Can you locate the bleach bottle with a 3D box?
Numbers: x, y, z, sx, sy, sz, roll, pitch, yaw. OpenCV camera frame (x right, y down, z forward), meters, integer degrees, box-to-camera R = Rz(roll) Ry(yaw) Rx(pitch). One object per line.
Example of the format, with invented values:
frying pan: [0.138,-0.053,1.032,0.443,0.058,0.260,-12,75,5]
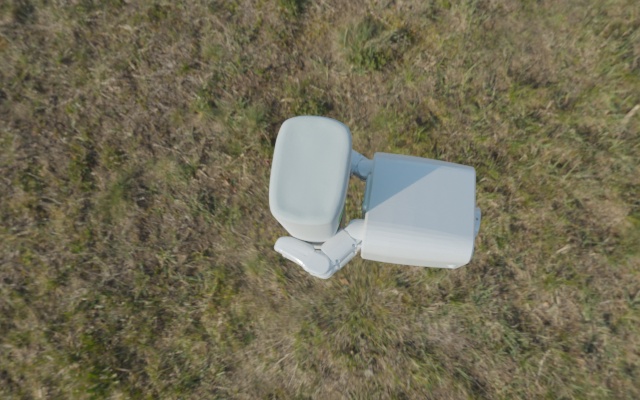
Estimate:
bleach bottle: [0.000,0.002,0.526,0.068,0.102,0.251,7,-12,6]
